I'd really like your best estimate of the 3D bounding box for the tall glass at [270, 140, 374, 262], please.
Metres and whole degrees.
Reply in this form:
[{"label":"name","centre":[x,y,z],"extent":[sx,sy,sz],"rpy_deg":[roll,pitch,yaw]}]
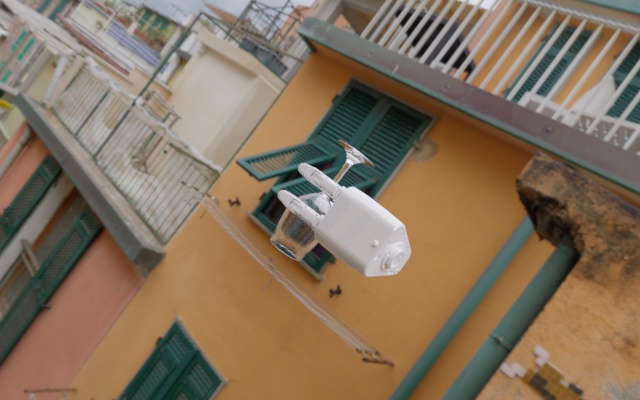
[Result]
[{"label":"tall glass","centre":[0.000,0.002,0.786],"extent":[0.079,0.201,0.079],"rpy_deg":[37,1,-1]}]
